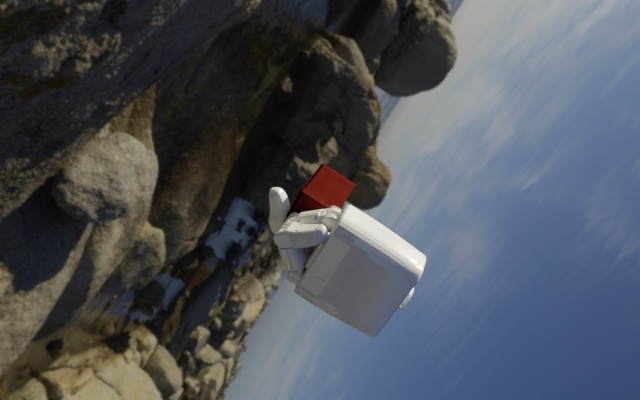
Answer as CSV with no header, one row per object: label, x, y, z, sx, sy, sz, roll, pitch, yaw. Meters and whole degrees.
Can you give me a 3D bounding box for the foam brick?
foam brick,0.000,0.002,0.588,0.051,0.053,0.078,32,37,2
